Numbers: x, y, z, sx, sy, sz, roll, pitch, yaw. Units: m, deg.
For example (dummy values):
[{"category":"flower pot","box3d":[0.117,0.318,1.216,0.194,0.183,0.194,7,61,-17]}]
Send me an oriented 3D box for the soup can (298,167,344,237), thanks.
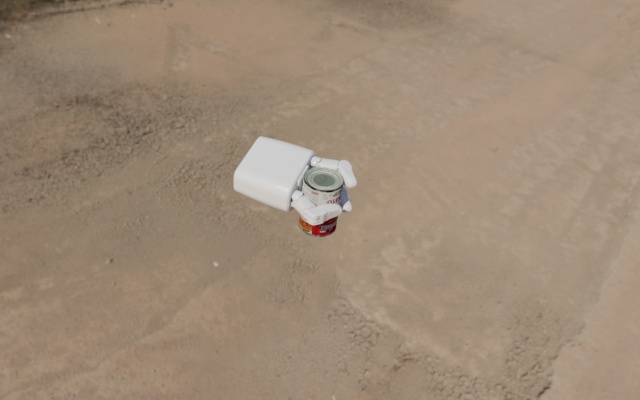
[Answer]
[{"category":"soup can","box3d":[0.001,0.003,0.810,0.068,0.102,0.068,5,39,-4]}]
